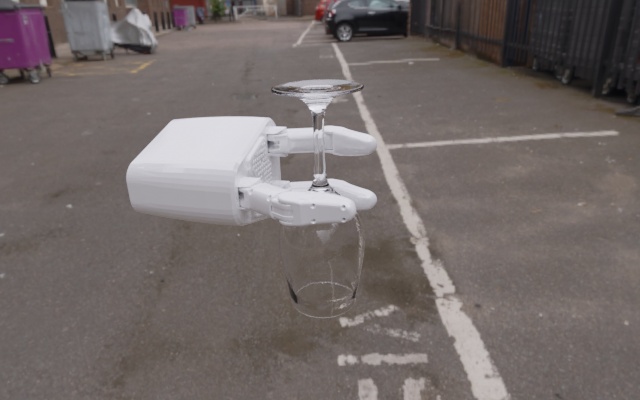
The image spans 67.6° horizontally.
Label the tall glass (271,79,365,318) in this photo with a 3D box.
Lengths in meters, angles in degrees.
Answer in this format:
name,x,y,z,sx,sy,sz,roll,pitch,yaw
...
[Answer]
name,x,y,z,sx,sy,sz,roll,pitch,yaw
tall glass,0.000,0.001,0.417,0.079,0.201,0.079,-2,22,1
